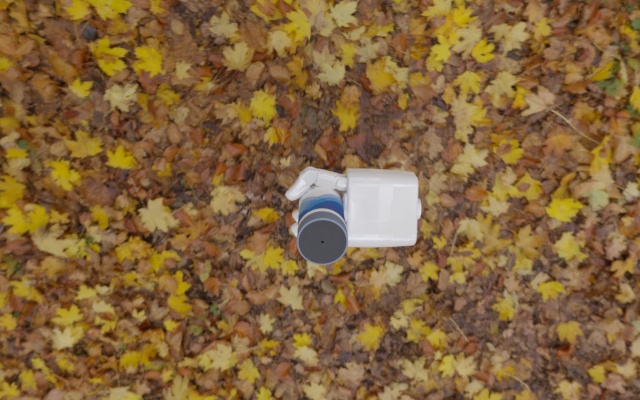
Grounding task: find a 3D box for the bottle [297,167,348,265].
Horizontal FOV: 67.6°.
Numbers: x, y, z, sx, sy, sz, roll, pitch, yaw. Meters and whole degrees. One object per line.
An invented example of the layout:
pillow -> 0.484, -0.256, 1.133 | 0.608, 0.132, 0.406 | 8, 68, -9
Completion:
bottle -> 0.000, 0.003, 0.746 | 0.069, 0.069, 0.295 | 0, 20, -1
